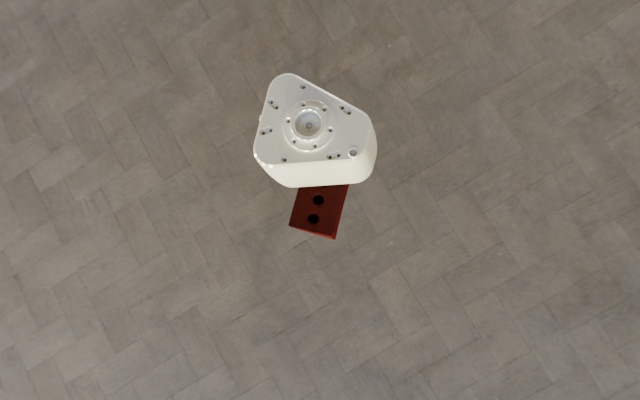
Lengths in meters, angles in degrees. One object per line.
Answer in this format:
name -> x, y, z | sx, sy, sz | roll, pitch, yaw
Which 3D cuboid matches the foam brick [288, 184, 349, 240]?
foam brick -> 0.000, 0.002, 0.561 | 0.053, 0.078, 0.051 | 14, -4, 8
